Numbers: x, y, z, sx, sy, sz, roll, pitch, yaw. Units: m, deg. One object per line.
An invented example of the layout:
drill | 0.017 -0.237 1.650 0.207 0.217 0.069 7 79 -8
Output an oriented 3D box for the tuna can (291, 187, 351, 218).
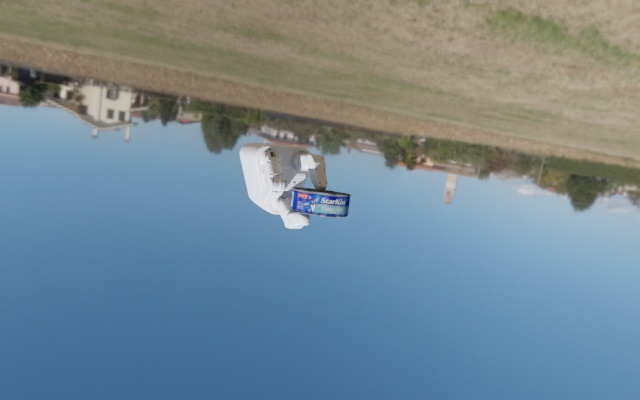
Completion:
tuna can | 0.000 0.003 0.698 0.086 0.034 0.086 7 4 0
